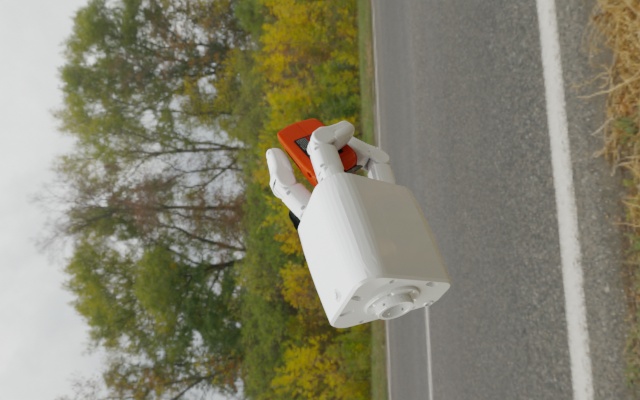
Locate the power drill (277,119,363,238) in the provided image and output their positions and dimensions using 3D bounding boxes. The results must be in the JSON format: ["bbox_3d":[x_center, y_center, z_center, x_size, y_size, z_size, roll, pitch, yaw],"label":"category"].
[{"bbox_3d":[0.000,0.002,0.568,0.057,0.188,0.184,-25,41,-17],"label":"power drill"}]
